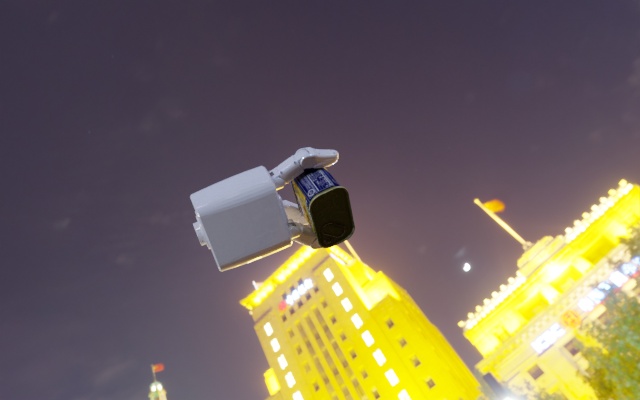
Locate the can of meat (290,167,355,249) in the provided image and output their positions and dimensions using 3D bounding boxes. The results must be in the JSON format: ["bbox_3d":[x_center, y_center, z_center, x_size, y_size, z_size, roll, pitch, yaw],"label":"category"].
[{"bbox_3d":[0.000,0.002,0.672,0.057,0.102,0.084,-25,43,-11],"label":"can of meat"}]
